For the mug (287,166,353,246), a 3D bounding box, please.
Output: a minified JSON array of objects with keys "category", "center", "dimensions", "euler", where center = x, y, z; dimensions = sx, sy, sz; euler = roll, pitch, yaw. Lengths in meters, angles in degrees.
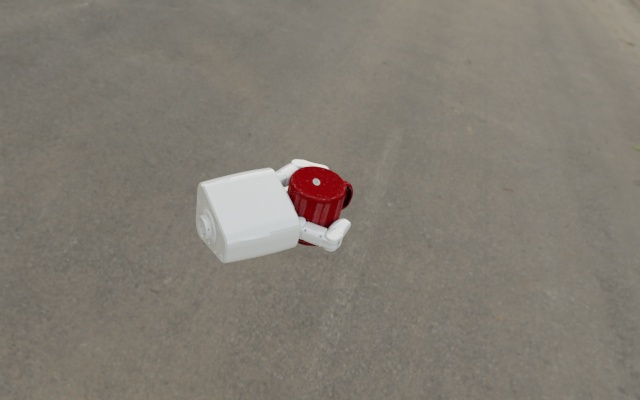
[{"category":"mug","center":[0.001,0.002,0.694],"dimensions":[0.117,0.082,0.093],"euler":[-14,46,-31]}]
